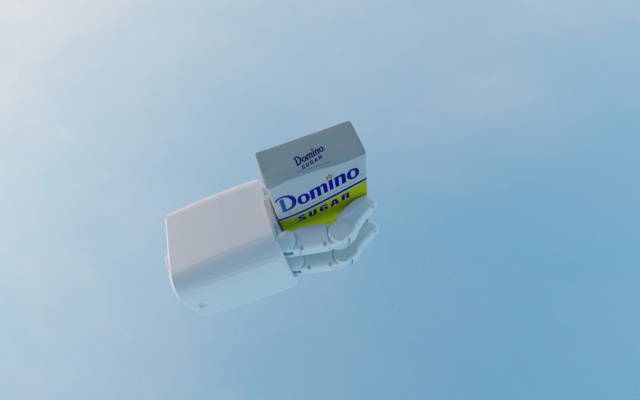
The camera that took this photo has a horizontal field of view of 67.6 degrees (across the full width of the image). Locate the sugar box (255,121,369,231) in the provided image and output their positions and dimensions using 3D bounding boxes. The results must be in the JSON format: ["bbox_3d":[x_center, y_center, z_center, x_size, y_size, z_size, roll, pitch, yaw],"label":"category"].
[{"bbox_3d":[0.000,0.002,0.485,0.093,0.048,0.176,-20,-27,-3],"label":"sugar box"}]
